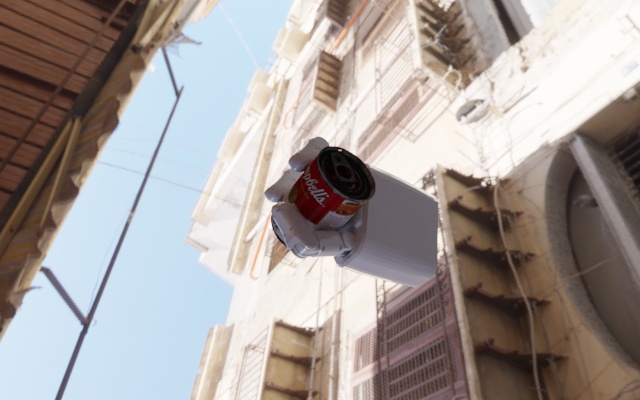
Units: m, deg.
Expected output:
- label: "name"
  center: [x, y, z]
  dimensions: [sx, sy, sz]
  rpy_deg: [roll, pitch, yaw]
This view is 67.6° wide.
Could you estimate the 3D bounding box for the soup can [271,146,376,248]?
- label: "soup can"
  center: [-0.001, 0.002, 0.496]
  dimensions: [0.068, 0.068, 0.102]
  rpy_deg: [0, -35, -40]
